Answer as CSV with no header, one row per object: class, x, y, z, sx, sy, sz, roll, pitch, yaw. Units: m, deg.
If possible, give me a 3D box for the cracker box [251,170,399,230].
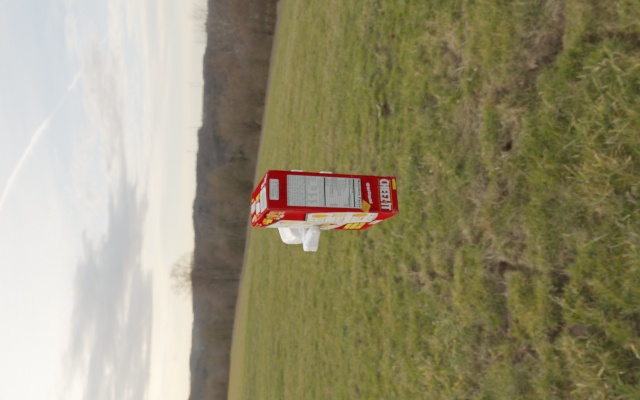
cracker box,0.000,0.003,0.806,0.214,0.072,0.164,2,-13,-16
